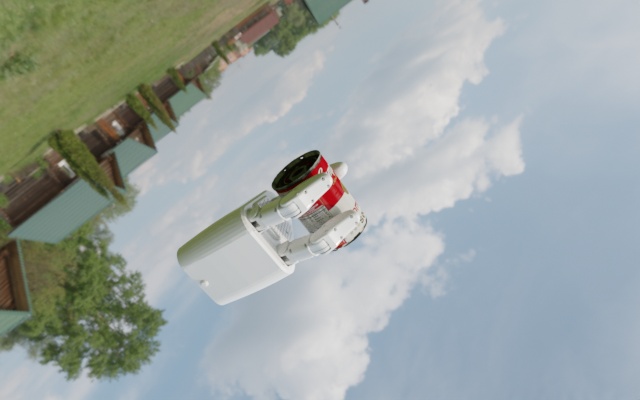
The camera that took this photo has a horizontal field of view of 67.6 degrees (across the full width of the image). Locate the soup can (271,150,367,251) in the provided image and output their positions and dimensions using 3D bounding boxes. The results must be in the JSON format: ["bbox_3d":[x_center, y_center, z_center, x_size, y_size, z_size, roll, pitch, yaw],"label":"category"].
[{"bbox_3d":[0.001,0.002,0.556,0.068,0.102,0.068,-31,22,15],"label":"soup can"}]
